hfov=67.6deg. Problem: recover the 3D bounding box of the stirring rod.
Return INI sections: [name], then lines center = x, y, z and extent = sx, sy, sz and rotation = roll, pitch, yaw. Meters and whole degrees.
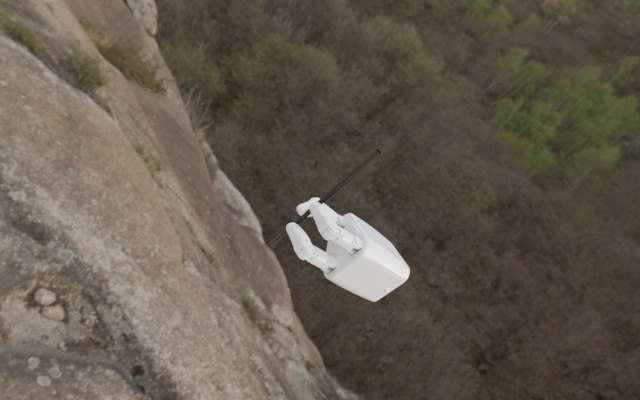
[stirring rod]
center = 0.000, 0.002, 0.716
extent = 0.239, 0.011, 0.011
rotation = -41, -22, 27
